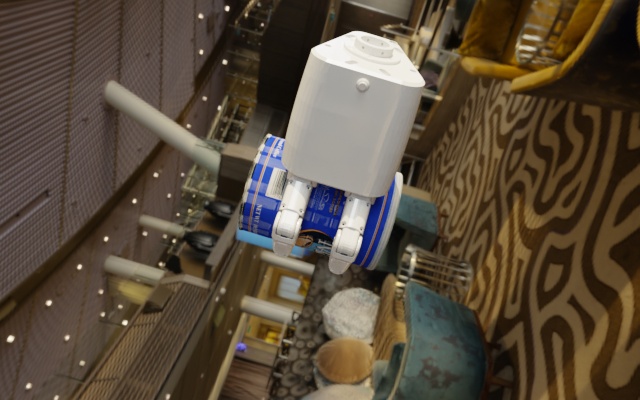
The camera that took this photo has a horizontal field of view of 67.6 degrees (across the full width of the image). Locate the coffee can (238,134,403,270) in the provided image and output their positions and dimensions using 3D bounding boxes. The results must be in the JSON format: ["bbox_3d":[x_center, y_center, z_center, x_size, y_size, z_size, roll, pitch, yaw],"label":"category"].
[{"bbox_3d":[0.000,0.002,0.485,0.140,0.103,0.103,17,0,0],"label":"coffee can"}]
